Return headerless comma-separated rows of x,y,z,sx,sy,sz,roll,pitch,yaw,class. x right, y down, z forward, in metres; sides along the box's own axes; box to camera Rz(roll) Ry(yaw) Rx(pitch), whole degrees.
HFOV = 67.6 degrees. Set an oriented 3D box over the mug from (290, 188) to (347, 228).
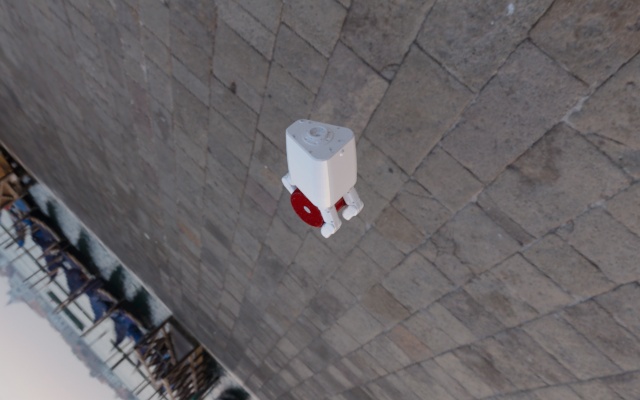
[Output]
0.000,0.004,0.885,0.093,0.117,0.081,29,55,29,mug
